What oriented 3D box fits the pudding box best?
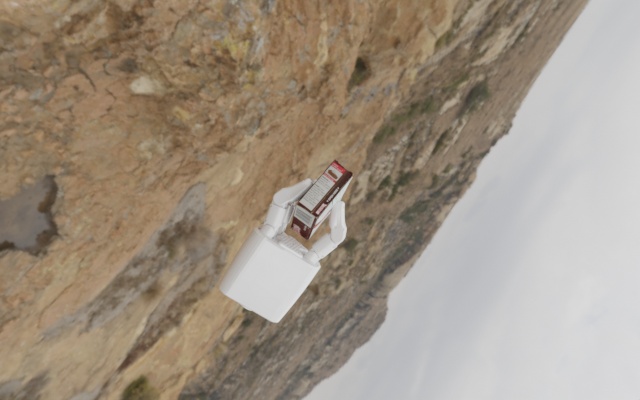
[{"bbox_3d":[0.000,0.002,0.702,0.039,0.090,0.113,37,-21,5],"label":"pudding box"}]
